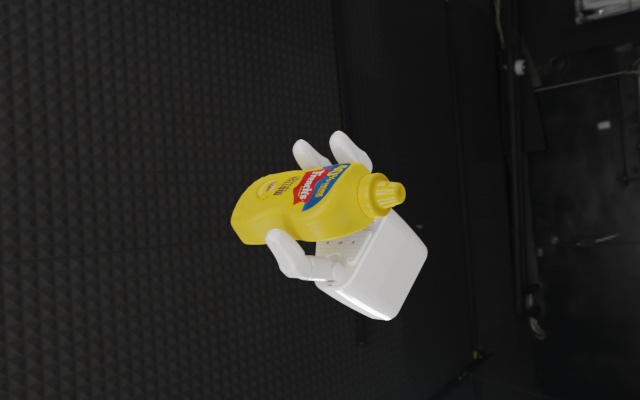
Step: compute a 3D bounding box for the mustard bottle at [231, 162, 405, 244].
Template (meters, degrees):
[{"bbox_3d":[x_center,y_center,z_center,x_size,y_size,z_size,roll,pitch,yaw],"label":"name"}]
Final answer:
[{"bbox_3d":[0.000,0.001,0.485,0.191,0.058,0.096,-6,32,42],"label":"mustard bottle"}]
